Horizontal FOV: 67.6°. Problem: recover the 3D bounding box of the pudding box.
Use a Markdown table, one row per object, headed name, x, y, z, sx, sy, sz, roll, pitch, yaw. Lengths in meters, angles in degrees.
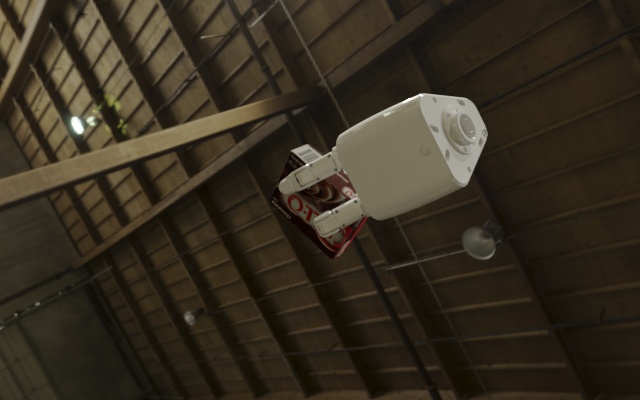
| name | x | y | z | sx | sy | sz | roll | pitch | yaw |
| --- | --- | --- | --- | --- | --- | --- | --- | --- | --- |
| pudding box | 0.000 | 0.002 | 0.565 | 0.113 | 0.090 | 0.039 | 43 | 43 | 17 |
